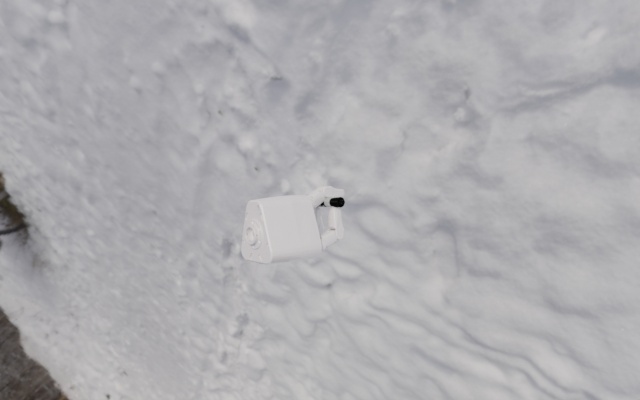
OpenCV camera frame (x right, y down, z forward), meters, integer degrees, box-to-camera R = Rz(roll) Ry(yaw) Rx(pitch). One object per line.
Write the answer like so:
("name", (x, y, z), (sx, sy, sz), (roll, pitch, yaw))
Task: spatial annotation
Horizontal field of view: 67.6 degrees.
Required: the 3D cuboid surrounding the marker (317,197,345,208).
("marker", (0.000, 0.003, 0.889), (0.020, 0.020, 0.121), (0, 0, -41))
